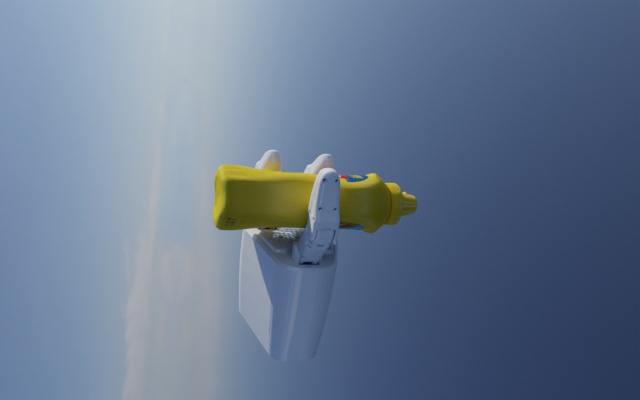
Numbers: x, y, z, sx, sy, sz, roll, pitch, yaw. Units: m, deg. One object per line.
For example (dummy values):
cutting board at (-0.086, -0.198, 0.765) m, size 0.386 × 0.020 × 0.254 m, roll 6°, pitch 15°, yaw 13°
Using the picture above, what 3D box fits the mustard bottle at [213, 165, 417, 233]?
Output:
mustard bottle at (0.000, 0.001, 0.444) m, size 0.191 × 0.058 × 0.096 m, roll 3°, pitch -3°, yaw -16°
